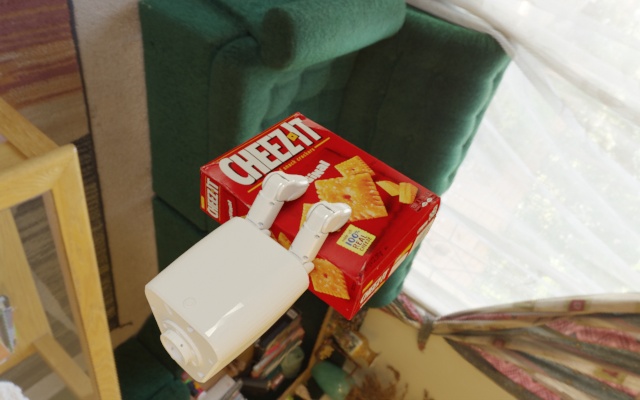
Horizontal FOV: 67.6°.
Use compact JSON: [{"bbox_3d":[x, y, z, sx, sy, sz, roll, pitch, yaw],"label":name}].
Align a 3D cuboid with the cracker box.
[{"bbox_3d":[0.000,0.002,0.527,0.213,0.072,0.164,34,48,21],"label":"cracker box"}]
